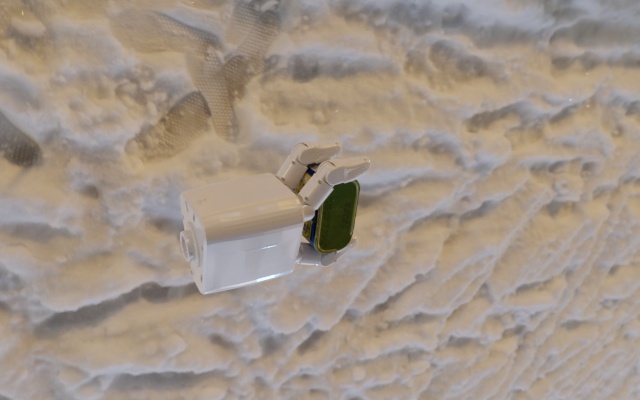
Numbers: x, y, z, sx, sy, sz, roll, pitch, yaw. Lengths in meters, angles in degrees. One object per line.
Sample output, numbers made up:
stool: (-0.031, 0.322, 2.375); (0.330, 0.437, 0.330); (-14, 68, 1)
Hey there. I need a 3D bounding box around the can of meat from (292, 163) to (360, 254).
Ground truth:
can of meat: (0.000, 0.002, 0.576); (0.057, 0.102, 0.084); (-8, 28, -28)
